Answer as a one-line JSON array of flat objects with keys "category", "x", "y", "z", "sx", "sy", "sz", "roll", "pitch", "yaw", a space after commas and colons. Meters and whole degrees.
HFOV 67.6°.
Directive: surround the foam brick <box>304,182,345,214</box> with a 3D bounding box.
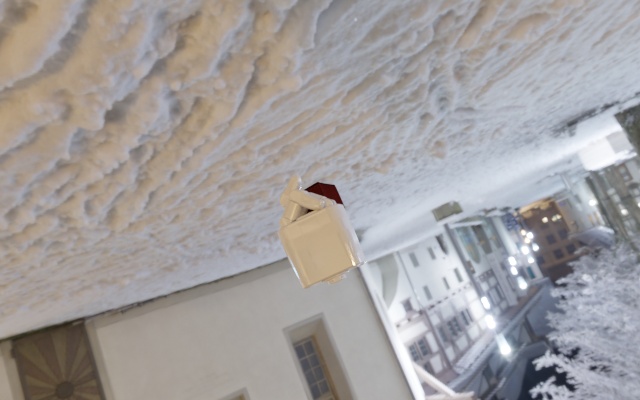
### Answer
[{"category": "foam brick", "x": 0.000, "y": 0.003, "z": 0.861, "sx": 0.053, "sy": 0.051, "sz": 0.078, "roll": -30, "pitch": -13, "yaw": 21}]
